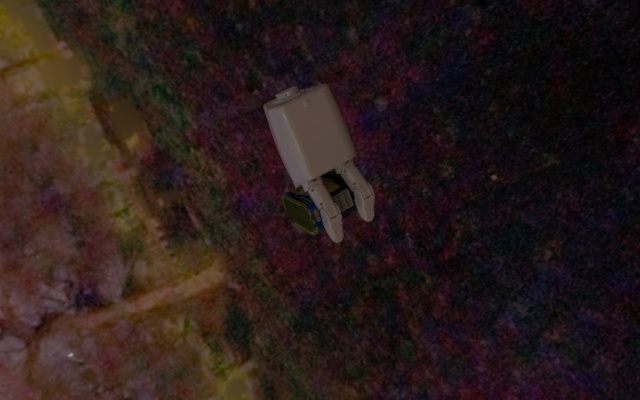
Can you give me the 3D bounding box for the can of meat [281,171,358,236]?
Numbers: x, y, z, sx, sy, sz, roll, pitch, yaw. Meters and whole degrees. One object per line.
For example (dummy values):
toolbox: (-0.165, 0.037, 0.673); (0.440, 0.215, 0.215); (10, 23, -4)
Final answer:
can of meat: (0.000, 0.003, 0.707); (0.084, 0.057, 0.102); (-29, 23, -20)
